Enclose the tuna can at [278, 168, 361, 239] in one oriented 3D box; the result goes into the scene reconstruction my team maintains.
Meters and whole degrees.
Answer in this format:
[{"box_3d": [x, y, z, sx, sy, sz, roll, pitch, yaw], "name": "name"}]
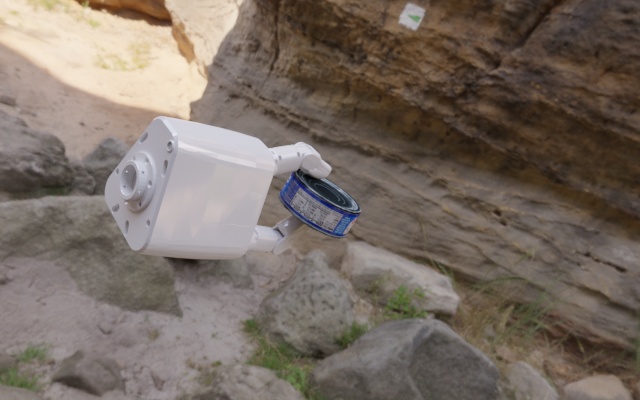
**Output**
[{"box_3d": [0.000, 0.001, 0.510, 0.086, 0.034, 0.086, 30, 15, -9], "name": "tuna can"}]
